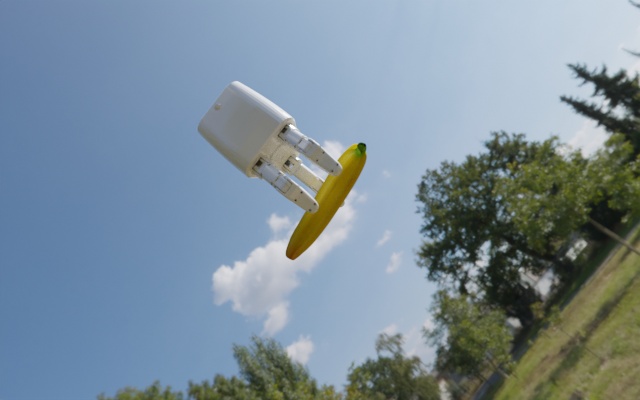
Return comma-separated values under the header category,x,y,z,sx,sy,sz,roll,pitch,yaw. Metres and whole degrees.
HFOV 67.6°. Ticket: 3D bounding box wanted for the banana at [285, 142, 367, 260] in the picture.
category,x,y,z,sx,sy,sz,roll,pitch,yaw
banana,0.010,-0.004,0.644,0.037,0.198,0.069,38,26,14
